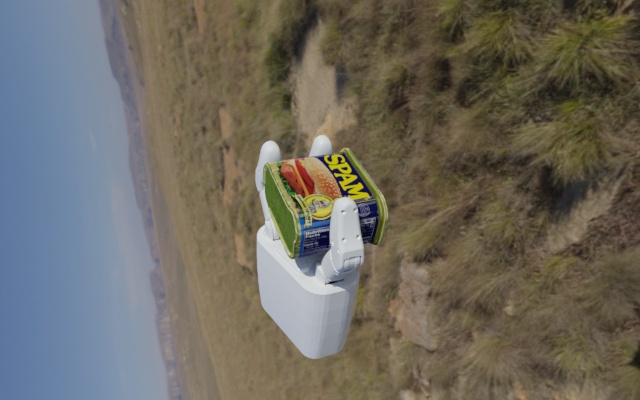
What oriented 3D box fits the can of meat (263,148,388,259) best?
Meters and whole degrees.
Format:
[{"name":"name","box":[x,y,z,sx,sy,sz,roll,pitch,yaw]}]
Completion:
[{"name":"can of meat","box":[0.000,0.001,0.437,0.084,0.057,0.102,-10,43,-19]}]
